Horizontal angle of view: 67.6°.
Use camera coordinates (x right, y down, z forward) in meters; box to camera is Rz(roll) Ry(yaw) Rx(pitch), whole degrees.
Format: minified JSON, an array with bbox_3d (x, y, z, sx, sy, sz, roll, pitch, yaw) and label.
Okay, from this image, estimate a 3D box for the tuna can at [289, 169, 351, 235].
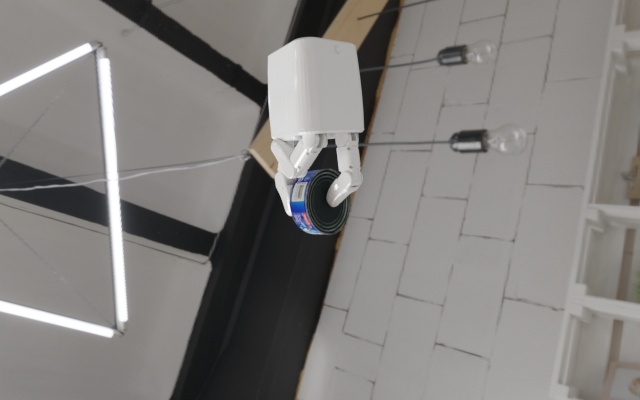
[{"bbox_3d":[0.000,0.002,0.628,0.034,0.086,0.086,-3,-2,43],"label":"tuna can"}]
